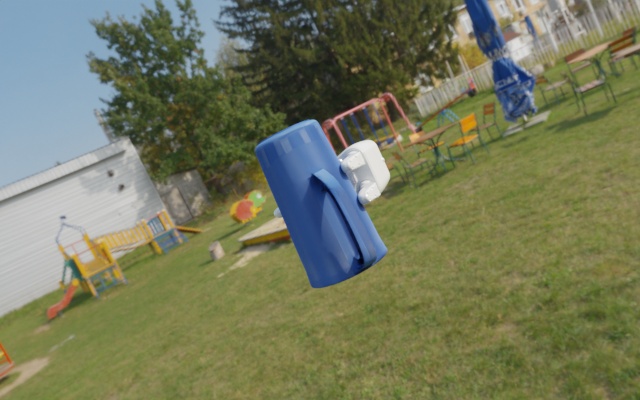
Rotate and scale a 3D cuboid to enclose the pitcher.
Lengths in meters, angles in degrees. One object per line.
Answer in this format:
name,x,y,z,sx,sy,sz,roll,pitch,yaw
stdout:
pitcher,0.000,0.002,0.736,0.149,0.243,0.145,-23,6,27
